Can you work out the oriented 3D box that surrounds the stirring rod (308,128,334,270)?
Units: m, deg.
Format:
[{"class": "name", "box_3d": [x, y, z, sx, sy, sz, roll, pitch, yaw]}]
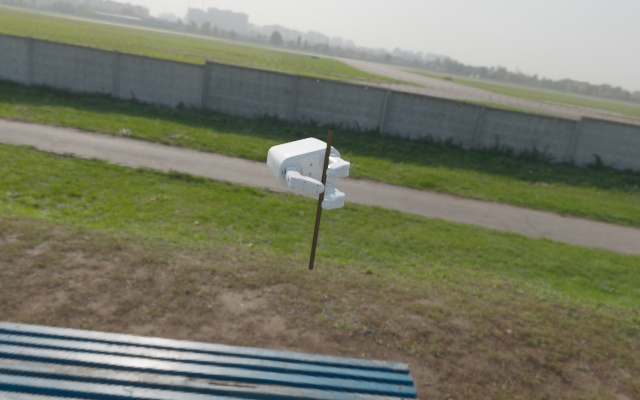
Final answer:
[{"class": "stirring rod", "box_3d": [0.000, 0.003, 0.777, 0.011, 0.239, 0.011, 8, 17, -2]}]
